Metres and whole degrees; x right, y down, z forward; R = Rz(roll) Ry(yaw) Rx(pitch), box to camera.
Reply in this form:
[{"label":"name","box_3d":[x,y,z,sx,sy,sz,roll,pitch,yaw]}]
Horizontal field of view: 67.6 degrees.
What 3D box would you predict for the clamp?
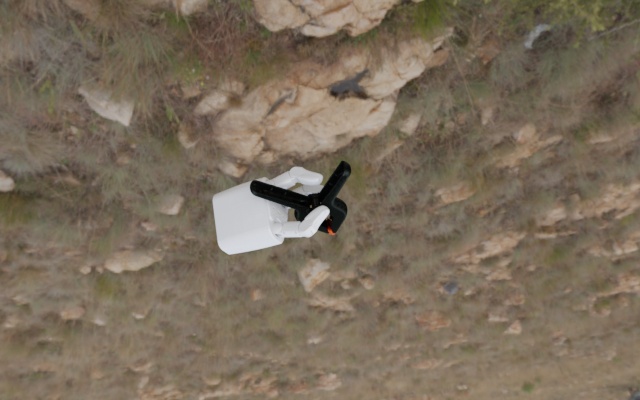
[{"label":"clamp","box_3d":[0.000,0.004,0.814,0.164,0.036,0.210,-14,-31,19]}]
